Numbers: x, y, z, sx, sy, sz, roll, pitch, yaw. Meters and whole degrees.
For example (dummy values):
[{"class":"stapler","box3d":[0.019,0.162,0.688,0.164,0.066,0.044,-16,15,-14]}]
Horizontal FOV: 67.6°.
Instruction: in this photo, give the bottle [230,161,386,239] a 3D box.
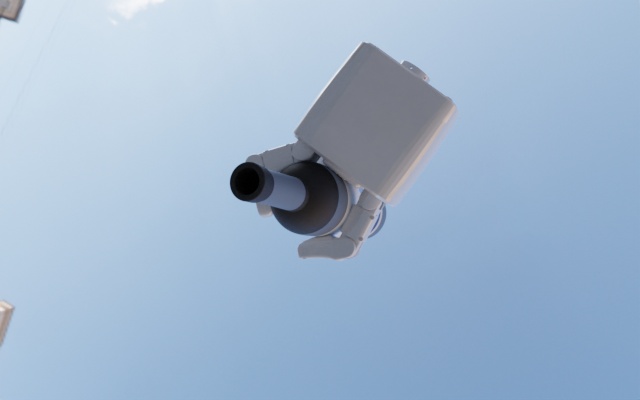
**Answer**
[{"class":"bottle","box3d":[0.000,0.002,0.460,0.069,0.069,0.296,0,-6,20]}]
